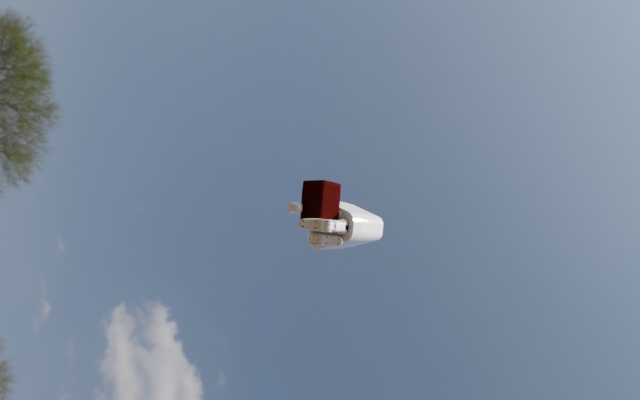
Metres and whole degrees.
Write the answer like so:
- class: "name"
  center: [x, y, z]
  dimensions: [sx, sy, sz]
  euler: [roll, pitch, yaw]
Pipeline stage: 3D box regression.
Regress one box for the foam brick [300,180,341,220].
- class: "foam brick"
  center: [0.000, 0.003, 0.887]
  dimensions: [0.053, 0.078, 0.051]
  euler: [4, -2, 43]
